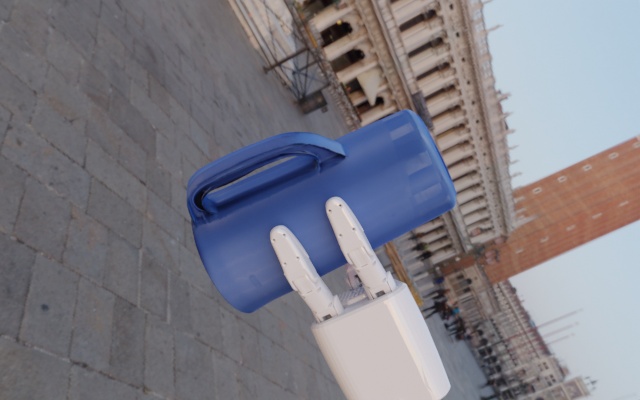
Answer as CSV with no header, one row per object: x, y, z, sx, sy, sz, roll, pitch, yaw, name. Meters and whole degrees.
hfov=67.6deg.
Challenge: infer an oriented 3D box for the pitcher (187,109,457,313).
0.000,0.002,0.475,0.243,0.145,0.149,-26,-2,10,pitcher
